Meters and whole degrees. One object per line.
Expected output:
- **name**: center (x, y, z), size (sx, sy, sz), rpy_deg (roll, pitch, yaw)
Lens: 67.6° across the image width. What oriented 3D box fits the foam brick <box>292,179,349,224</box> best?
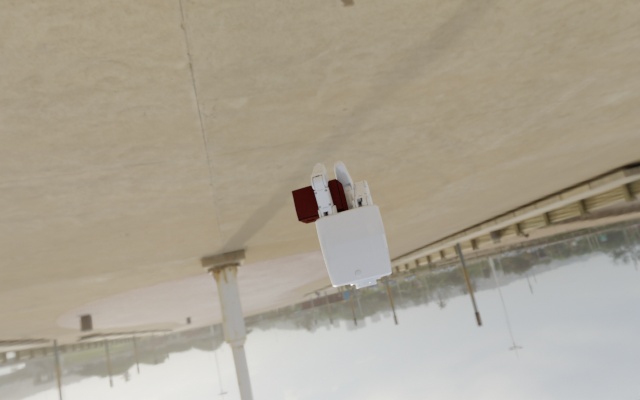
- **foam brick**: center (0.000, 0.003, 0.772), size (0.078, 0.051, 0.053), rpy_deg (-15, -10, 11)
